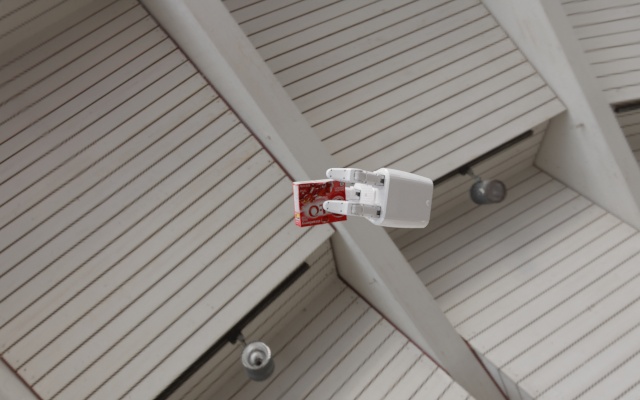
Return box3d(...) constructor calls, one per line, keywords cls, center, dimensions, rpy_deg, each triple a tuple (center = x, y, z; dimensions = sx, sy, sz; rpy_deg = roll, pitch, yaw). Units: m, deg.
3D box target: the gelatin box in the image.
box3d(cls="gelatin box", center=(0.000, 0.003, 0.807), dimensions=(0.089, 0.073, 0.030), rpy_deg=(-7, 10, -23))
